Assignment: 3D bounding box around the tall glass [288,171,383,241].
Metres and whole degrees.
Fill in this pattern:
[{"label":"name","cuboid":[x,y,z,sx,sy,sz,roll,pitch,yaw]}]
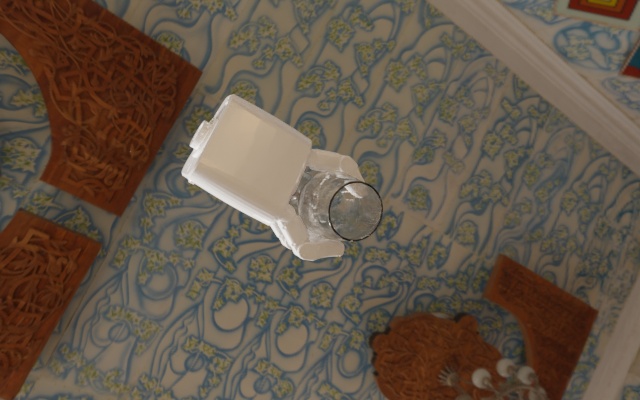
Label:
[{"label":"tall glass","cuboid":[0.000,0.002,0.574,0.079,0.079,0.201,0,5,-22]}]
